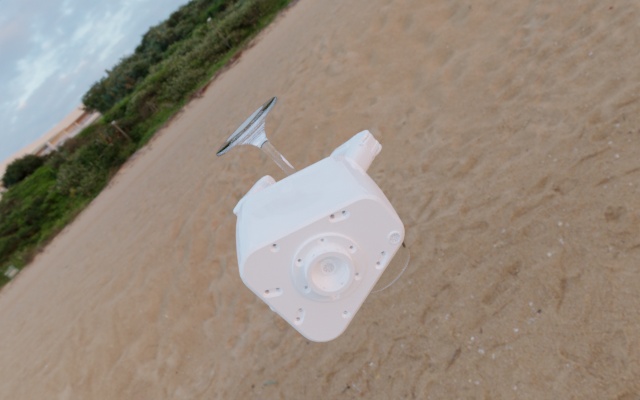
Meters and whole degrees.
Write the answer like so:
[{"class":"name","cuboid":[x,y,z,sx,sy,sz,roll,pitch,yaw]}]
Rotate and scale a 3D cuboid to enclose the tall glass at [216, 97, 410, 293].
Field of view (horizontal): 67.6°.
[{"class":"tall glass","cuboid":[0.000,0.001,0.454,0.201,0.079,0.079,46,-18,-18]}]
